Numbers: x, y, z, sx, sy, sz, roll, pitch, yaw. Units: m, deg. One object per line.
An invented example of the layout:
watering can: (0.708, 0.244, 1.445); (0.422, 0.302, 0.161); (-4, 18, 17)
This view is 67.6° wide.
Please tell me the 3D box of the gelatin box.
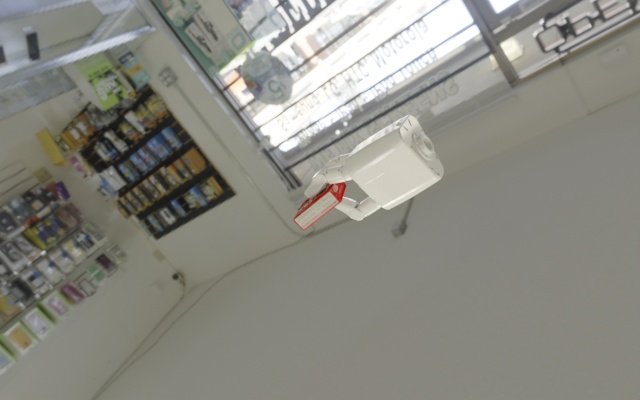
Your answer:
gelatin box: (0.000, 0.003, 0.809); (0.089, 0.030, 0.073); (-39, 10, 23)
